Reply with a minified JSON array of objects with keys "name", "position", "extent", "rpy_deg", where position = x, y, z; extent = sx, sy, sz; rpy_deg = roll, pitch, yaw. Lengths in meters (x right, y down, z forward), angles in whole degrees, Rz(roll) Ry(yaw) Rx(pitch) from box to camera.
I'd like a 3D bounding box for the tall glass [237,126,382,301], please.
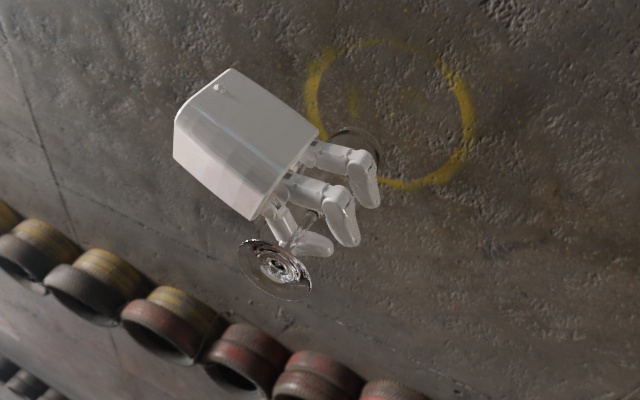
[{"name":"tall glass","position":[0.000,0.002,0.484],"extent":[0.079,0.079,0.201],"rpy_deg":[0,37,32]}]
